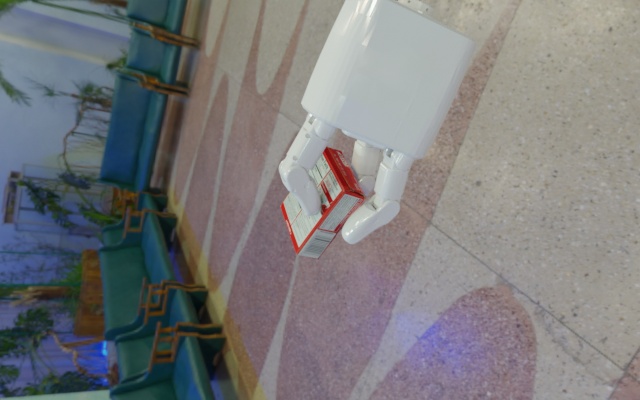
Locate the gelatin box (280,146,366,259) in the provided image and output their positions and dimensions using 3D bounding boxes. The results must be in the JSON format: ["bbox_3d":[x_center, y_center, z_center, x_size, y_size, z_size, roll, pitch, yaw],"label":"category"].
[{"bbox_3d":[0.000,0.002,0.474,0.030,0.089,0.073,17,32,-33],"label":"gelatin box"}]
